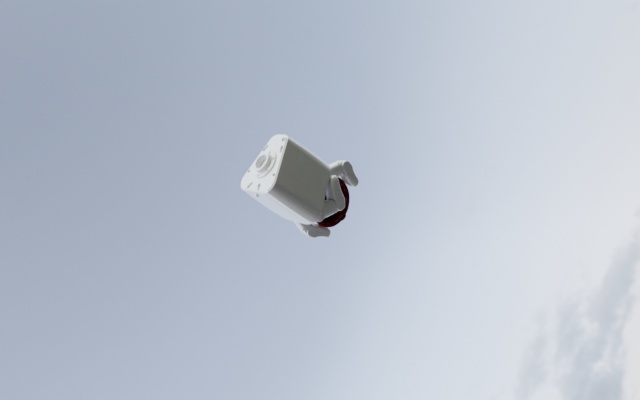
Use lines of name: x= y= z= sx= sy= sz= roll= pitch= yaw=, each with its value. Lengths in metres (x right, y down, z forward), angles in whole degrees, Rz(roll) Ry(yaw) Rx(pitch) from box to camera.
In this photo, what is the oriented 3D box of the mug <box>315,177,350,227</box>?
mug: x=0.001 y=0.003 z=0.884 sx=0.081 sy=0.093 sz=0.117 roll=11 pitch=-20 yaw=49
